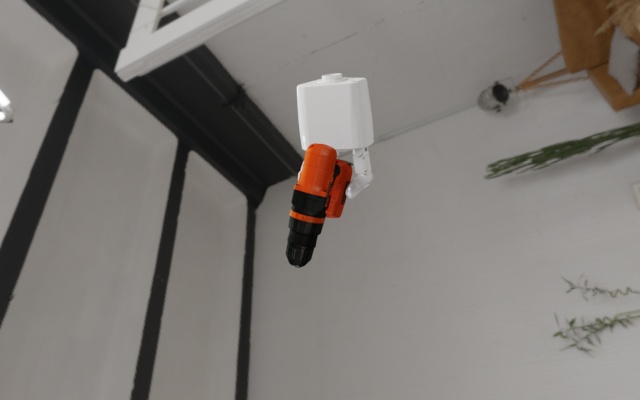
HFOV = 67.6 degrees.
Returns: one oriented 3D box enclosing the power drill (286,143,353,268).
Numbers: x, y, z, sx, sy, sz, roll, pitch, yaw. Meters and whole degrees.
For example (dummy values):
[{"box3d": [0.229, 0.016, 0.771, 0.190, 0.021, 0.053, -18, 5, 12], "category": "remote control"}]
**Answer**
[{"box3d": [0.000, 0.002, 0.758, 0.057, 0.184, 0.187, 16, 9, 9], "category": "power drill"}]
